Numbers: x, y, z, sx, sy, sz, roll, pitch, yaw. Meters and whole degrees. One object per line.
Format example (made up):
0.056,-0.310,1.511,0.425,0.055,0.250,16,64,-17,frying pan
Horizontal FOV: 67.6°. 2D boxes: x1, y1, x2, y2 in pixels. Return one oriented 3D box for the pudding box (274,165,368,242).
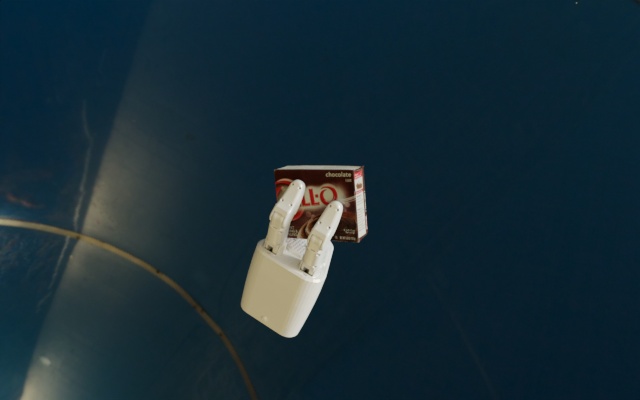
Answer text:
0.000,0.002,0.598,0.113,0.090,0.039,1,15,25,pudding box
